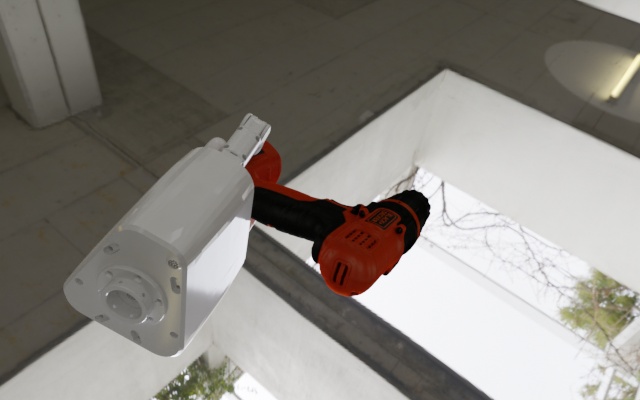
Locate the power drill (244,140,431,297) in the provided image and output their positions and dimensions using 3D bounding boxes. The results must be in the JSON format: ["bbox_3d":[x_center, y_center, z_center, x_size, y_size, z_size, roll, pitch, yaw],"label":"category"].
[{"bbox_3d":[0.000,0.001,0.444,0.187,0.057,0.184,23,24,21],"label":"power drill"}]
